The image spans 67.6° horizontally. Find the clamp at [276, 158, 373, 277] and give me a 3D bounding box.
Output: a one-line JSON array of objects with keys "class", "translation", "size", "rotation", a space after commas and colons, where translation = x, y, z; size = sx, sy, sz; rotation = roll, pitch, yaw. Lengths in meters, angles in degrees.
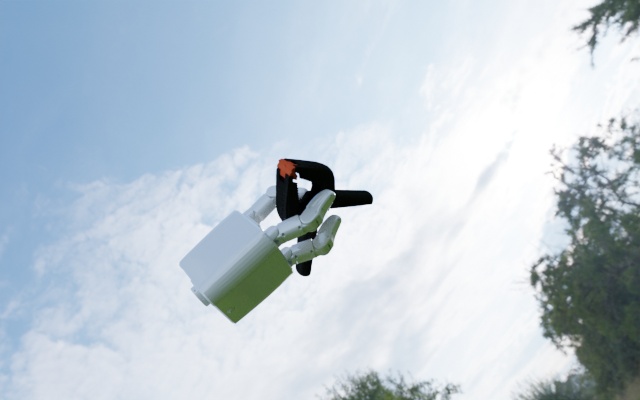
[{"class": "clamp", "translation": [-0.001, 0.002, 0.662], "size": [0.036, 0.164, 0.210], "rotation": [34, -18, 35]}]
